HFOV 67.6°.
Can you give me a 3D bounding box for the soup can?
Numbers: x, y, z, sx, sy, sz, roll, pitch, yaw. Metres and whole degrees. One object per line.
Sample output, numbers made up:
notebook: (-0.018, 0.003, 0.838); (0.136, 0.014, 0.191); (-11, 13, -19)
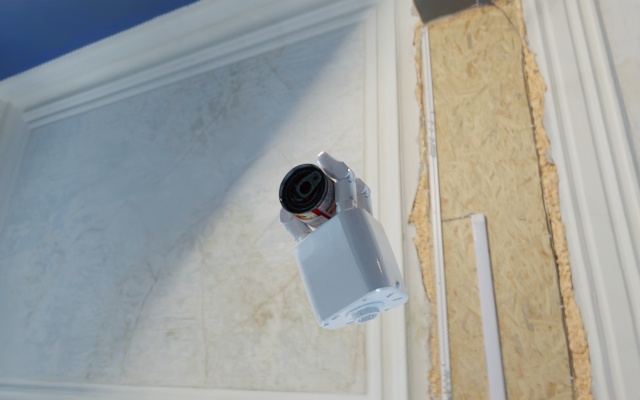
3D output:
soup can: (0.000, 0.002, 0.632); (0.068, 0.068, 0.102); (0, -20, 29)
